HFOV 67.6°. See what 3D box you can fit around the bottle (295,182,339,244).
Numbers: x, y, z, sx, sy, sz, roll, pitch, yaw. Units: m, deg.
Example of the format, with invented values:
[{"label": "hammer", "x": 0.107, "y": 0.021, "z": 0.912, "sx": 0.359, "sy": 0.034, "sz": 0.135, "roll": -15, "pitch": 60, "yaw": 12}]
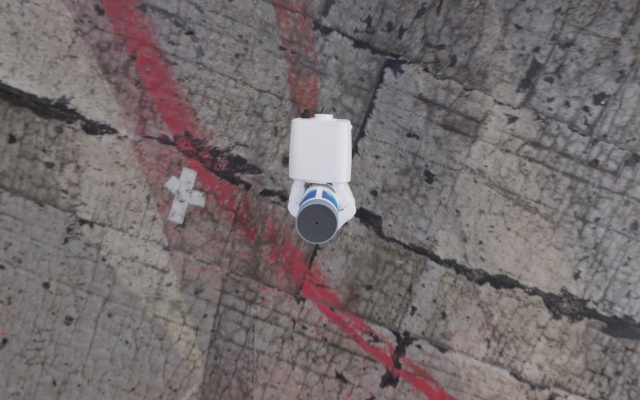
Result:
[{"label": "bottle", "x": 0.000, "y": 0.003, "z": 0.871, "sx": 0.069, "sy": 0.069, "sz": 0.295, "roll": 0, "pitch": 13, "yaw": 2}]
